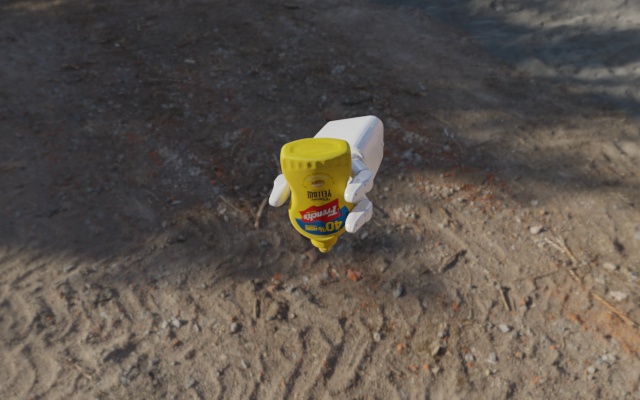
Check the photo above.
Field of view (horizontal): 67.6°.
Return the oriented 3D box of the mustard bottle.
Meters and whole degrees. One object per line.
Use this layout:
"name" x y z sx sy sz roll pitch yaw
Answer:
"mustard bottle" 0.000 0.002 0.700 0.096 0.192 0.058 -5 39 1
